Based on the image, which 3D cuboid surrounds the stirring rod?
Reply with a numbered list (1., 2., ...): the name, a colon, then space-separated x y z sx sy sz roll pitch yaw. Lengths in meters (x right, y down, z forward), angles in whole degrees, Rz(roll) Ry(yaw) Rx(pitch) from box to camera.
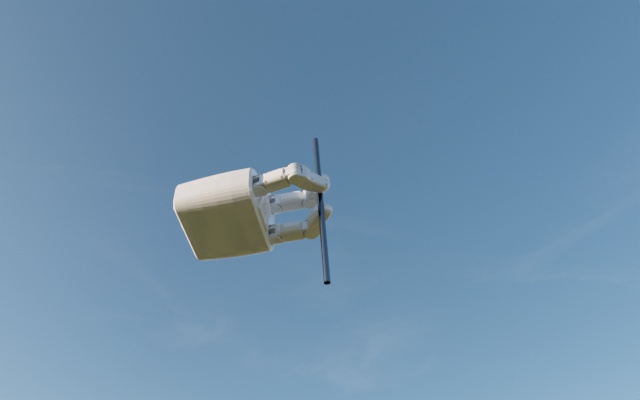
1. stirring rod: 0.000 0.002 0.612 0.011 0.239 0.011 -3 -41 -2
